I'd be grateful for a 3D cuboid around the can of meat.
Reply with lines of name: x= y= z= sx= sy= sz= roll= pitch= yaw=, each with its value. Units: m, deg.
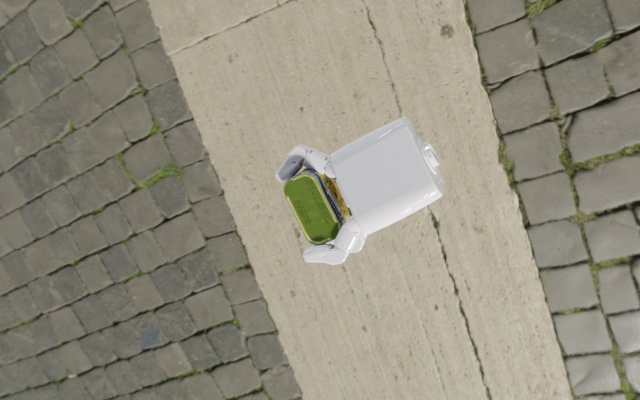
can of meat: x=0.000 y=0.002 z=0.648 sx=0.057 sy=0.102 sz=0.084 roll=-25 pitch=5 yaw=21
